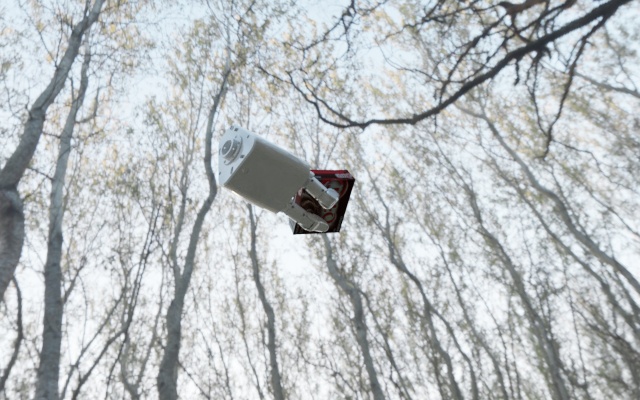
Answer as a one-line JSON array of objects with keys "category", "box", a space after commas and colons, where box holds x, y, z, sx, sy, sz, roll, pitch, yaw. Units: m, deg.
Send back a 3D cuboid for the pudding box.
[{"category": "pudding box", "box": [0.000, 0.003, 0.800, 0.090, 0.114, 0.039, -1, 36, -24]}]
